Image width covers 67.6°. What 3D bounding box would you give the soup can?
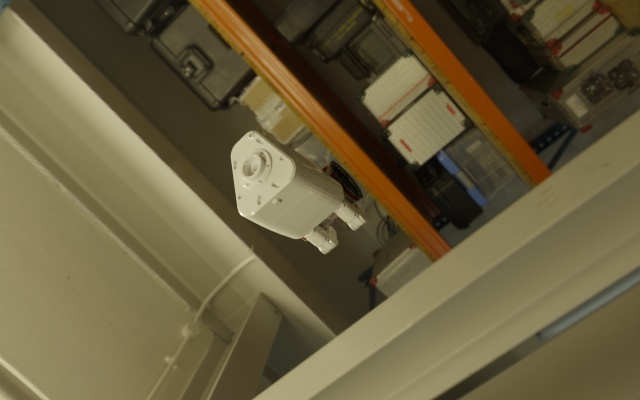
[{"bbox_3d":[0.000,0.002,0.680,0.102,0.068,0.068,-41,-13,16],"label":"soup can"}]
